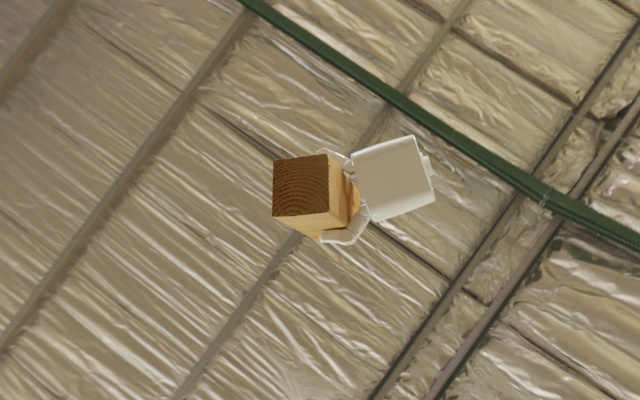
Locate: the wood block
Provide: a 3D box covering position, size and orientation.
[{"bbox_3d":[0.001,0.003,0.785,0.090,0.090,0.206,-5,-16,17],"label":"wood block"}]
